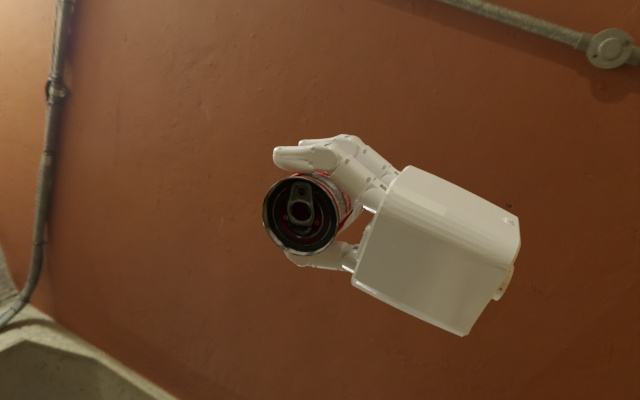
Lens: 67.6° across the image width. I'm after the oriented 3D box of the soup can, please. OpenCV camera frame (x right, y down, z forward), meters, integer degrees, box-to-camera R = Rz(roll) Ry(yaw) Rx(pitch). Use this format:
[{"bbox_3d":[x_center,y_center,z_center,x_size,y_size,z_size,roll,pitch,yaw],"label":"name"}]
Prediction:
[{"bbox_3d":[0.000,0.001,0.436,0.068,0.068,0.102,0,14,21],"label":"soup can"}]
